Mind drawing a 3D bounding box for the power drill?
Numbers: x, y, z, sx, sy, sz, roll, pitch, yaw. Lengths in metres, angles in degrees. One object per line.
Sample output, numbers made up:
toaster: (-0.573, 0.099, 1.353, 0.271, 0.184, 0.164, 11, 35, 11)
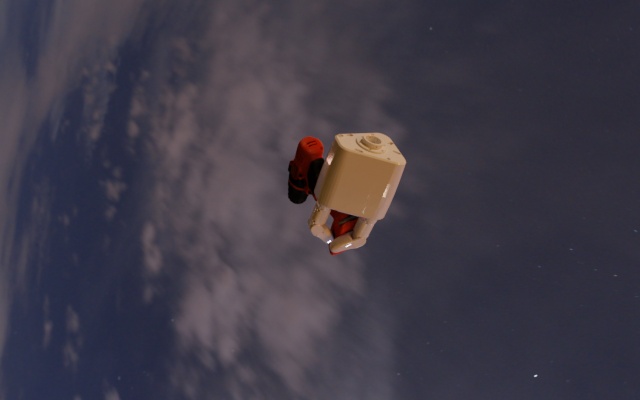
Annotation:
power drill: (0.000, 0.003, 0.869, 0.057, 0.187, 0.184, -24, -24, -23)
